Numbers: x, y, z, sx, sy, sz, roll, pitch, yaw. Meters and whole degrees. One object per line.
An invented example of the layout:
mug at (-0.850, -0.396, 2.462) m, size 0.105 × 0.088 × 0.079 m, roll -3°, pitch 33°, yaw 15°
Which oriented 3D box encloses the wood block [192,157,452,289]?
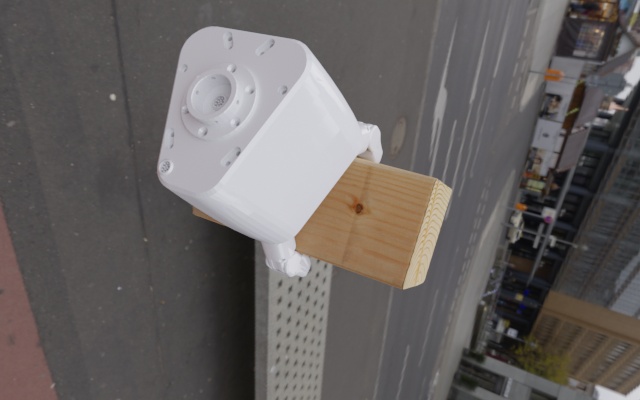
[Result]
wood block at (0.000, 0.002, 0.436) m, size 0.206 × 0.091 × 0.090 m, roll 17°, pitch 2°, yaw 23°
